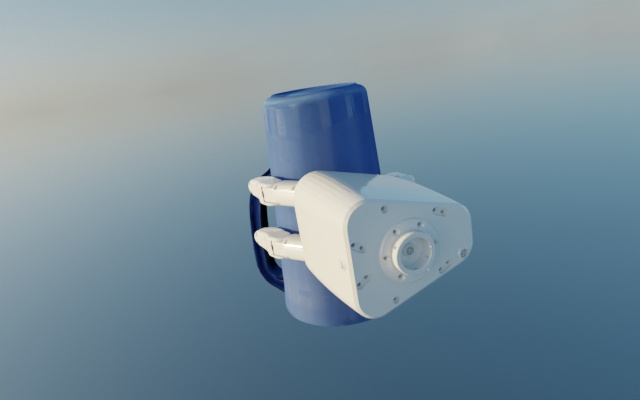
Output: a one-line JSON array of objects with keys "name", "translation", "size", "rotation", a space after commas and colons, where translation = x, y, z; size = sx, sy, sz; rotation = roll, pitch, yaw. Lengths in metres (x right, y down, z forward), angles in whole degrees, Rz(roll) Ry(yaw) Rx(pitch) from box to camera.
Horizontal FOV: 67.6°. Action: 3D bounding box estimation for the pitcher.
[{"name": "pitcher", "translation": [0.000, 0.002, 0.524], "size": [0.149, 0.243, 0.145], "rotation": [-13, 17, -16]}]
